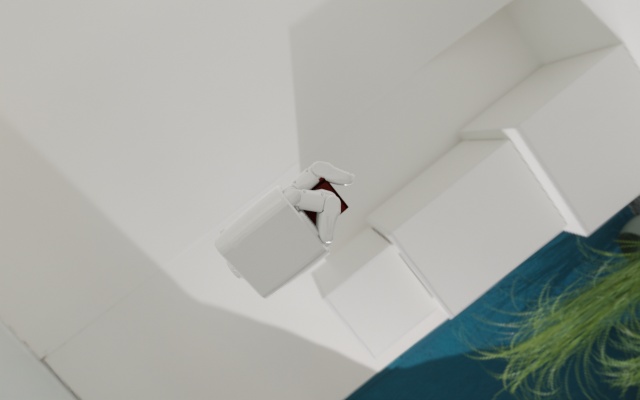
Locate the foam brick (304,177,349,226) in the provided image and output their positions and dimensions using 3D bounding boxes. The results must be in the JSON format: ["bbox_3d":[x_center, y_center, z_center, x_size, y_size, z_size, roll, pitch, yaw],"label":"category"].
[{"bbox_3d":[0.000,0.002,0.676,0.051,0.053,0.078,-39,6,0],"label":"foam brick"}]
